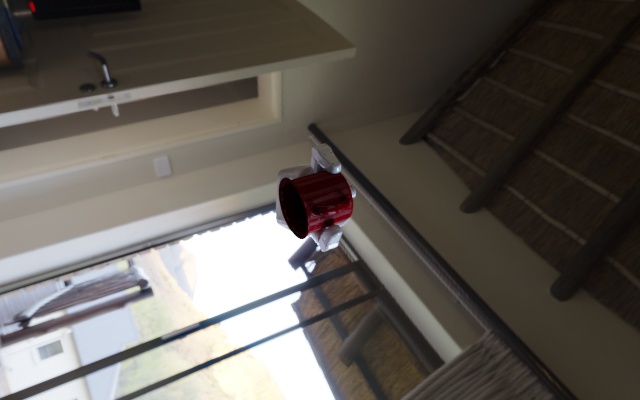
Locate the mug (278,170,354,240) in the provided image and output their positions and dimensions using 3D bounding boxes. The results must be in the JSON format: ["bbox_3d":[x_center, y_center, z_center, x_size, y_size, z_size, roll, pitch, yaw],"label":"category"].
[{"bbox_3d":[0.001,0.002,0.689,0.081,0.093,0.117,-17,12,-25],"label":"mug"}]
